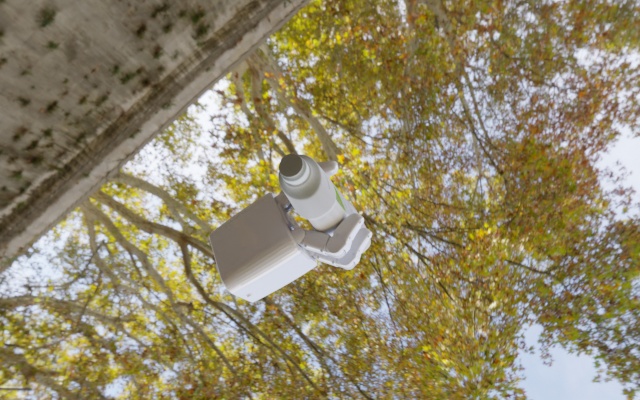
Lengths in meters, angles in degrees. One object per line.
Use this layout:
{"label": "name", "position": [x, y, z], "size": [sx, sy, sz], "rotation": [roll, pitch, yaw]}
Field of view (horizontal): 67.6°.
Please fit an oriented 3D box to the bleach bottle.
{"label": "bleach bottle", "position": [0.000, 0.002, 0.626], "size": [0.068, 0.102, 0.251], "rotation": [-32, -28, 3]}
